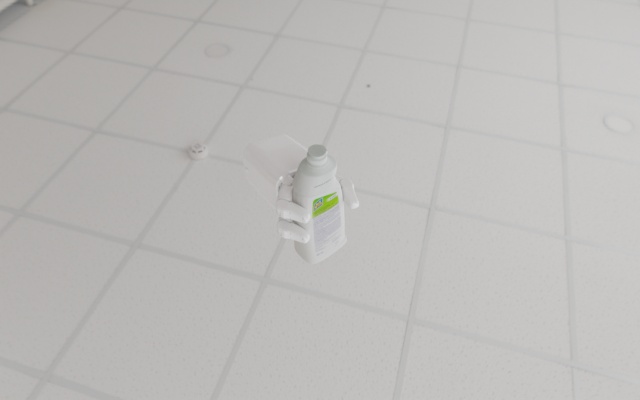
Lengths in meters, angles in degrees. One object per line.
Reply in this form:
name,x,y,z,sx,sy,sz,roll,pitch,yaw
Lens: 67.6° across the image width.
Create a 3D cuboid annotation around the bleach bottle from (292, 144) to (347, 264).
bleach bottle,0.000,0.003,0.811,0.102,0.251,0.068,-34,58,-26
